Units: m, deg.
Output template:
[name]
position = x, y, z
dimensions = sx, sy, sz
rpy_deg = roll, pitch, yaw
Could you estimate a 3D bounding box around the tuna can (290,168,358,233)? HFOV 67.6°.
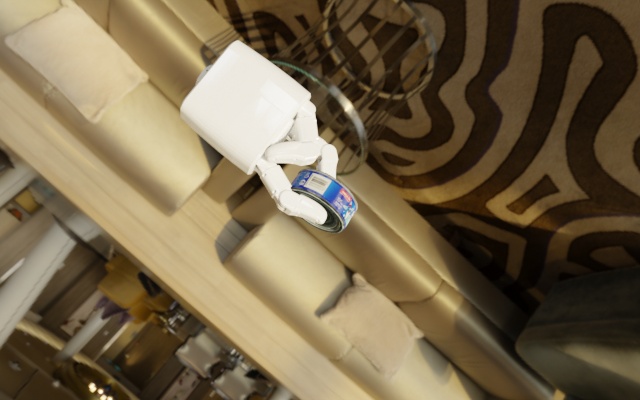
[tuna can]
position = 0.000, 0.002, 0.583
dimensions = 0.086, 0.033, 0.086
rpy_deg = 27, -25, 14
